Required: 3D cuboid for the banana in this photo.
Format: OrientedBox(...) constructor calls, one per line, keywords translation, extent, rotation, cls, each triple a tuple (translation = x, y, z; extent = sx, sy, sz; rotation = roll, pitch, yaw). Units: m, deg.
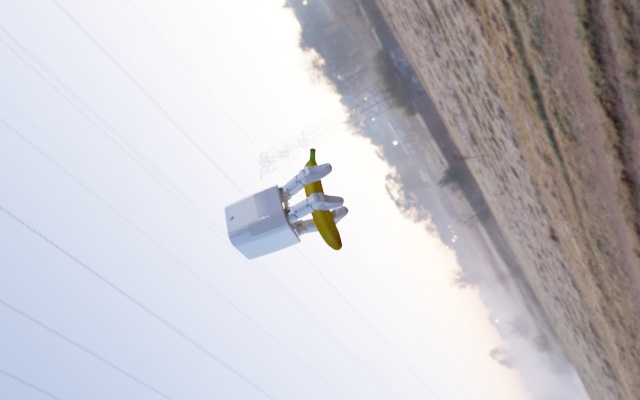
OrientedBox(translation=(-0.002, 0.007, 0.860), extent=(0.037, 0.197, 0.070), rotation=(-14, -21, -8), cls="banana")
